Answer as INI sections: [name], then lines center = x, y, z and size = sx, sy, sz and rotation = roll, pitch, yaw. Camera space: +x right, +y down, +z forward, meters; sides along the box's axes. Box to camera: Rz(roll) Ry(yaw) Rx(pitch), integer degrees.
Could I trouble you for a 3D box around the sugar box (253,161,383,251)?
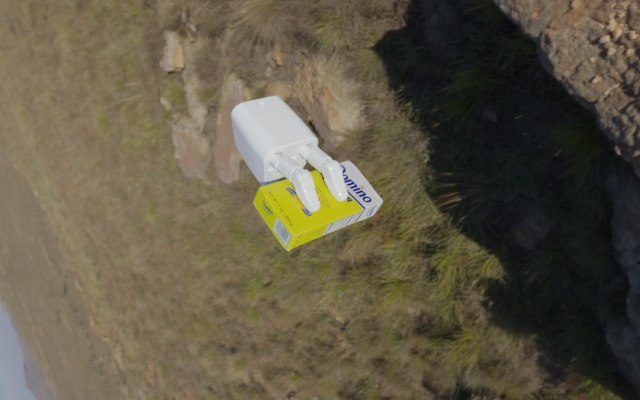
[sugar box]
center = 0.000, 0.002, 0.708
size = 0.176, 0.093, 0.048
rotation = -22, -26, -35
